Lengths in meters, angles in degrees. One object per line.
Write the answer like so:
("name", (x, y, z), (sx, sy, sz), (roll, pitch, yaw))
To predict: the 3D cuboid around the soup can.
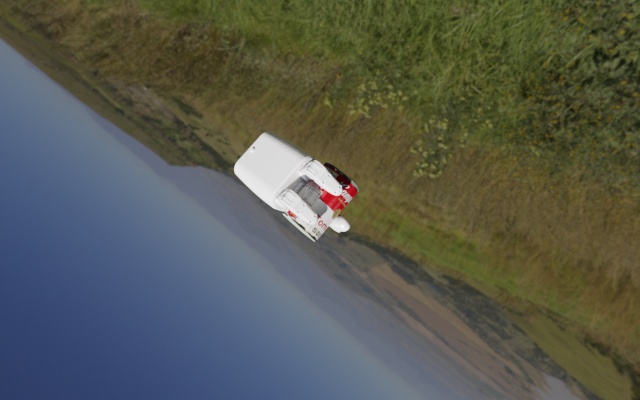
("soup can", (0.000, 0.003, 0.720), (0.068, 0.102, 0.068), (40, -7, 6))
